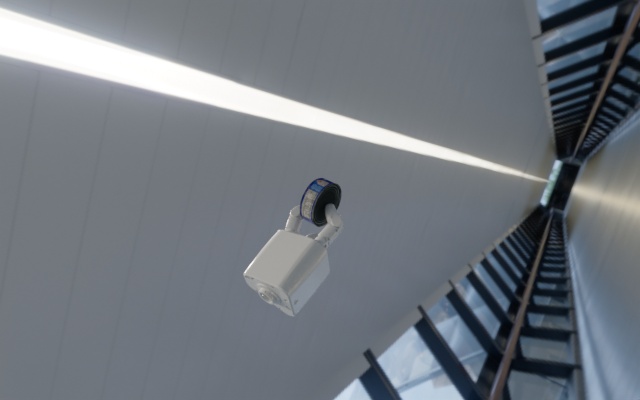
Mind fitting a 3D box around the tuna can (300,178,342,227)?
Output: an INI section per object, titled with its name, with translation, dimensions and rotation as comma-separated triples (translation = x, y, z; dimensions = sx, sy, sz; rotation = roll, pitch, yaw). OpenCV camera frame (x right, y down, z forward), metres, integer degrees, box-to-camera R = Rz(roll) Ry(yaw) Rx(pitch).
[tuna can]
translation = 0.000, 0.003, 0.874
dimensions = 0.033, 0.086, 0.086
rotation = 26, 13, 29
